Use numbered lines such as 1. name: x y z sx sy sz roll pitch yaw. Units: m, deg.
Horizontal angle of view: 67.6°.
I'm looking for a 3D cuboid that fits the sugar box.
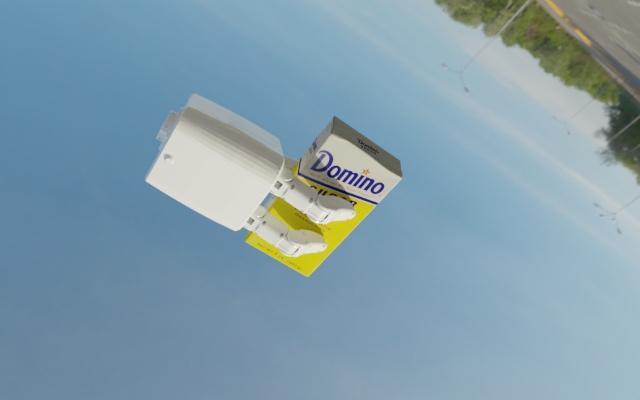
1. sugar box: 0.000 0.002 0.537 0.093 0.176 0.048 31 32 -16
